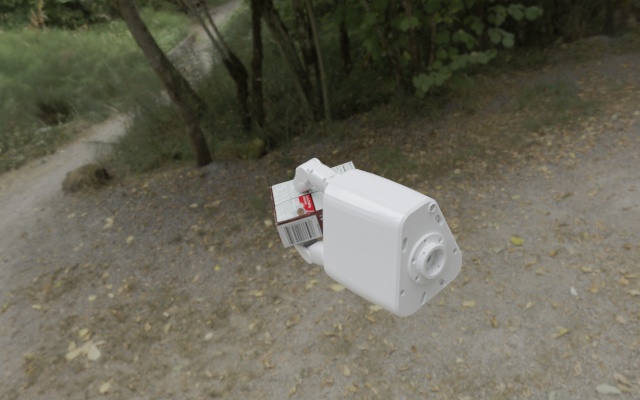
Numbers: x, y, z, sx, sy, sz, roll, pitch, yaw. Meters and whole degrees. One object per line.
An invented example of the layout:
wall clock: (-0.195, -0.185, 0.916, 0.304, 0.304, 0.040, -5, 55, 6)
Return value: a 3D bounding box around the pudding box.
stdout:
pudding box: (0.000, 0.002, 0.564, 0.113, 0.039, 0.090, -16, 31, -1)
